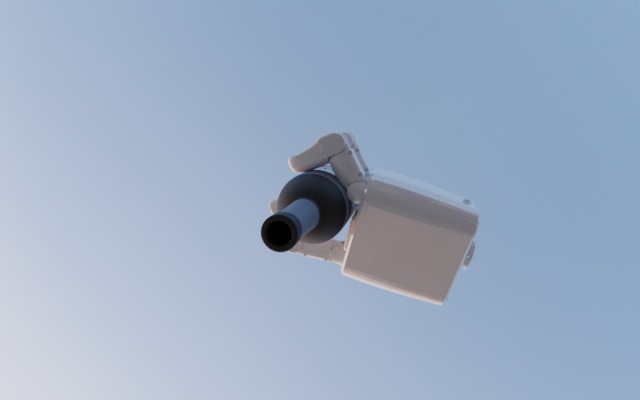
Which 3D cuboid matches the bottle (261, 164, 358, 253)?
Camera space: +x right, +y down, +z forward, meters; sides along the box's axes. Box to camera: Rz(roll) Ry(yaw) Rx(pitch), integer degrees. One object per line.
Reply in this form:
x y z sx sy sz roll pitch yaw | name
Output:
0.000 0.002 0.475 0.069 0.069 0.295 0 8 12 | bottle
